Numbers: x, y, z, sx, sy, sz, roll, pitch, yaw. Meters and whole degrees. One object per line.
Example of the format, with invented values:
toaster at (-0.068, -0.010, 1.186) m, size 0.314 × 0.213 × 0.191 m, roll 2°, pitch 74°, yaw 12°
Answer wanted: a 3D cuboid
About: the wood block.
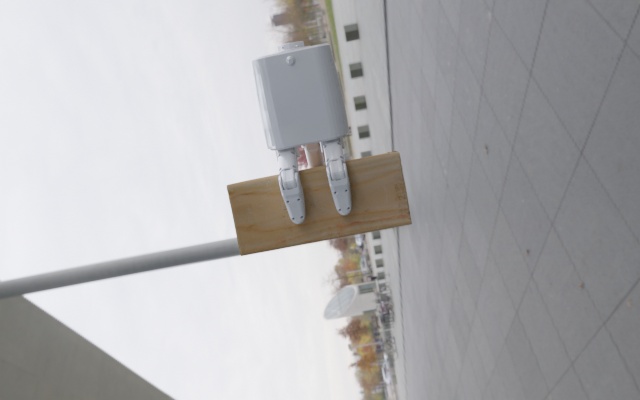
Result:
wood block at (0.000, 0.002, 0.602) m, size 0.206 × 0.090 × 0.091 m, roll -11°, pitch 4°, yaw 3°
